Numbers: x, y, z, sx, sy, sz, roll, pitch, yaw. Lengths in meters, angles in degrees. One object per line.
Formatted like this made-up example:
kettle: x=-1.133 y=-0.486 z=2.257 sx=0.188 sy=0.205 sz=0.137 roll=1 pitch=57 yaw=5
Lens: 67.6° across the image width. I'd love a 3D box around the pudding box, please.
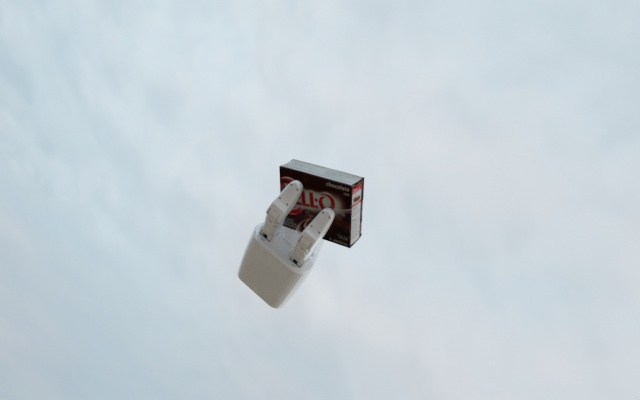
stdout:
pudding box: x=0.000 y=0.002 z=0.624 sx=0.113 sy=0.090 sz=0.039 roll=15 pitch=32 yaw=27
